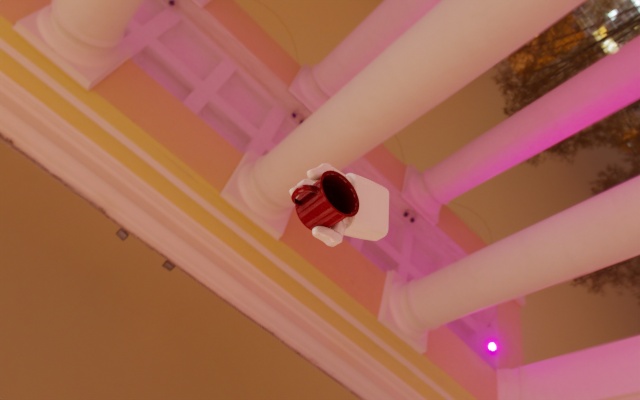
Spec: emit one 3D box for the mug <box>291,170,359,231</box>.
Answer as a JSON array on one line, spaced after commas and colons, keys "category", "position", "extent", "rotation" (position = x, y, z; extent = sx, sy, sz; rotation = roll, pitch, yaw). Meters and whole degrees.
[{"category": "mug", "position": [-0.001, 0.003, 0.850], "extent": [0.117, 0.093, 0.081], "rotation": [18, -40, -38]}]
